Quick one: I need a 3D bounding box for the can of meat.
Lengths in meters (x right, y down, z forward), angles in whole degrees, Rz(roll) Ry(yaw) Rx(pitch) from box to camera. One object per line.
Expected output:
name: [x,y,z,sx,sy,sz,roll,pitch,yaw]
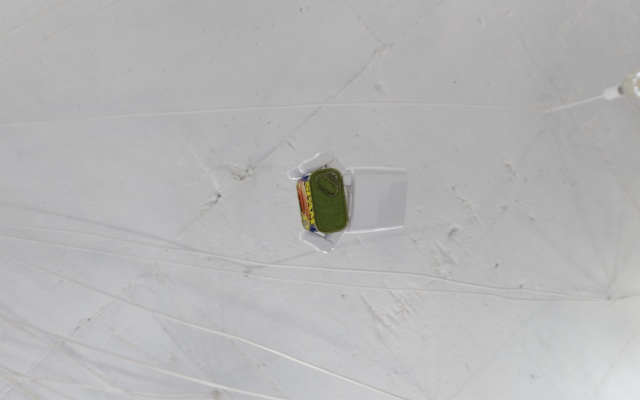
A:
can of meat: [0.000,0.003,0.783,0.057,0.102,0.084,-8,0,-19]
